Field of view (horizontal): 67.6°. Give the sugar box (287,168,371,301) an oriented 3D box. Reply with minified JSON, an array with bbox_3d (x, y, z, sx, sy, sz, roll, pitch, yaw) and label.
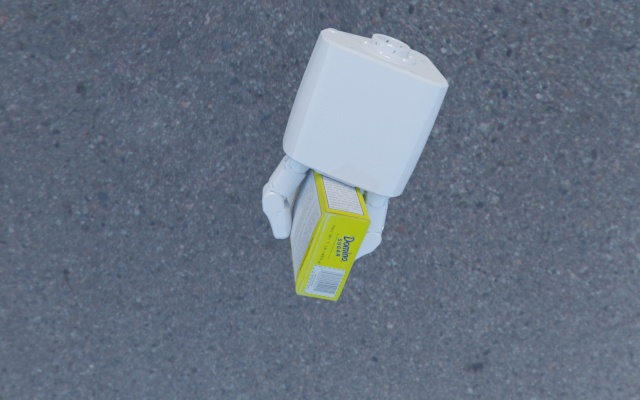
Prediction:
[{"bbox_3d":[0.001,0.002,0.467,0.048,0.093,0.176,13,32,-13],"label":"sugar box"}]
